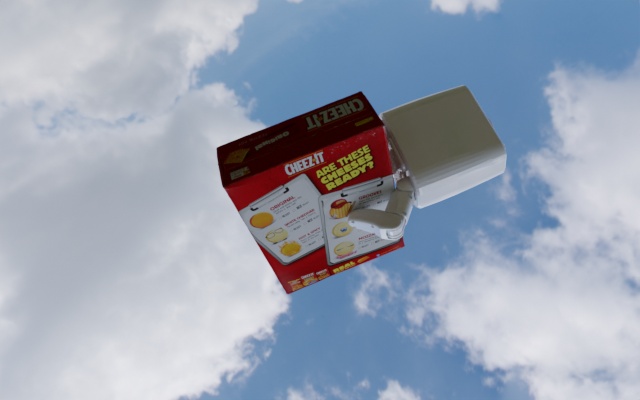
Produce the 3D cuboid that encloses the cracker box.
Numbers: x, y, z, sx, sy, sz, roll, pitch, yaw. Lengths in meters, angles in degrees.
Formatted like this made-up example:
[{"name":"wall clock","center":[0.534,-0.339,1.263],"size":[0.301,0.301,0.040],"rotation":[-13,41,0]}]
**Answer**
[{"name":"cracker box","center":[0.000,0.002,0.542],"size":[0.164,0.072,0.214],"rotation":[-22,-41,-1]}]
